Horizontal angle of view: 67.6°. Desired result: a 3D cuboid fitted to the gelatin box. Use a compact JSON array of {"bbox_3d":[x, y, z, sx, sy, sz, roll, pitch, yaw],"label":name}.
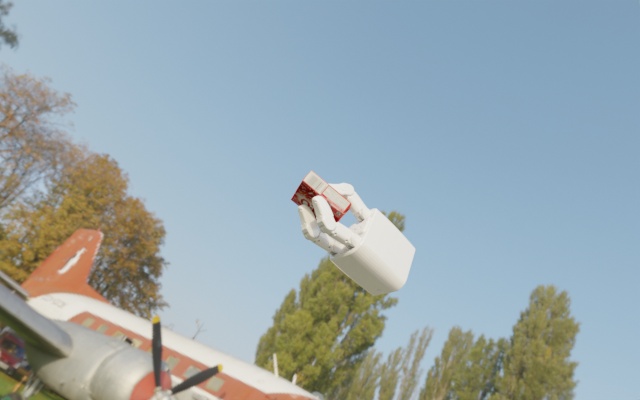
[{"bbox_3d":[0.000,0.002,0.796,0.089,0.030,0.073,40,-32,2],"label":"gelatin box"}]
